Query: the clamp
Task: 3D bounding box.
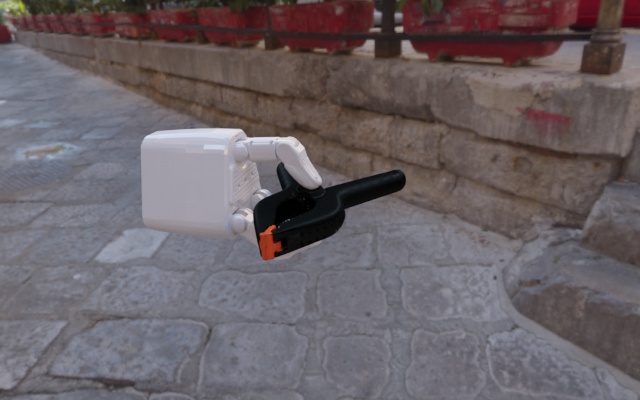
[{"bbox_3d":[0.000,0.001,0.509,0.164,0.036,0.210,3,24,16],"label":"clamp"}]
